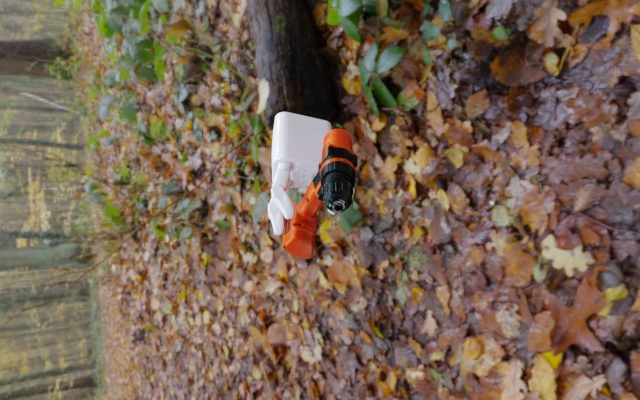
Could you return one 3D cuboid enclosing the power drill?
[{"bbox_3d":[0.000,0.003,0.742,0.057,0.188,0.184,22,36,-12],"label":"power drill"}]
